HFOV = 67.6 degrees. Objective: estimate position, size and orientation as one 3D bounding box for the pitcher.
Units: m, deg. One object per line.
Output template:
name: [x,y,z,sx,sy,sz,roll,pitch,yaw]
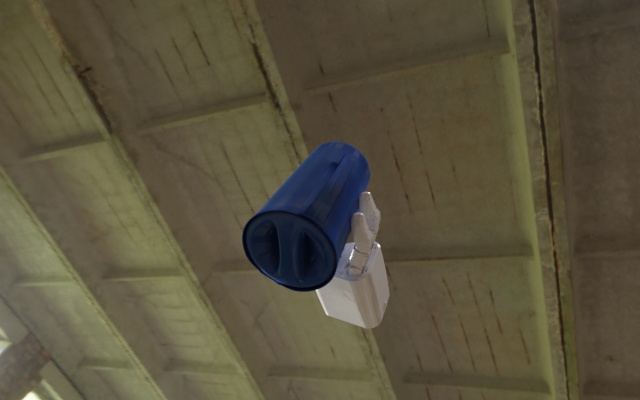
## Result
pitcher: [0.000,0.002,0.704,0.149,0.145,0.242,-5,30,25]
